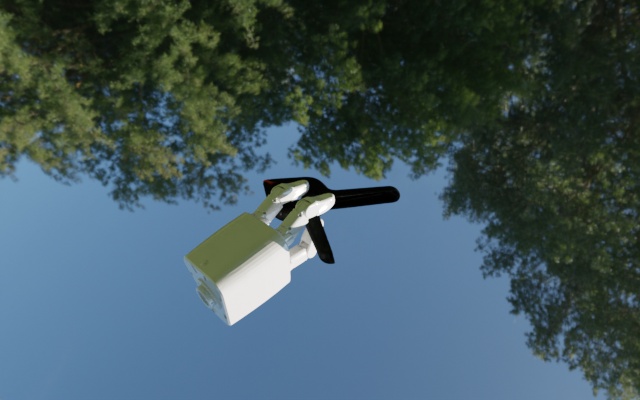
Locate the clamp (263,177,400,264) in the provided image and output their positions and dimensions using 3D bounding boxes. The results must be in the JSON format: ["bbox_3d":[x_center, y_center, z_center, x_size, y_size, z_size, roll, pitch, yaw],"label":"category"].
[{"bbox_3d":[0.000,0.003,0.706,0.164,0.036,0.210,-34,41,-29],"label":"clamp"}]
